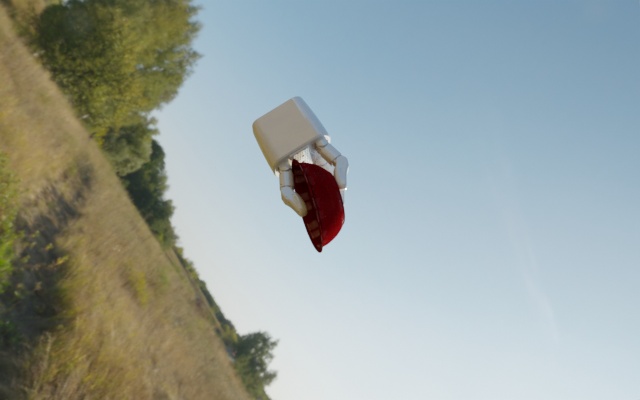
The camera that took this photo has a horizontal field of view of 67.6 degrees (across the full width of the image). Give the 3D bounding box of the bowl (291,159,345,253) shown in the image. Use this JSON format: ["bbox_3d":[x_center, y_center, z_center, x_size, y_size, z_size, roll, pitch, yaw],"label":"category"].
[{"bbox_3d":[0.001,0.004,0.796,0.055,0.162,0.162,-15,3,-11],"label":"bowl"}]
